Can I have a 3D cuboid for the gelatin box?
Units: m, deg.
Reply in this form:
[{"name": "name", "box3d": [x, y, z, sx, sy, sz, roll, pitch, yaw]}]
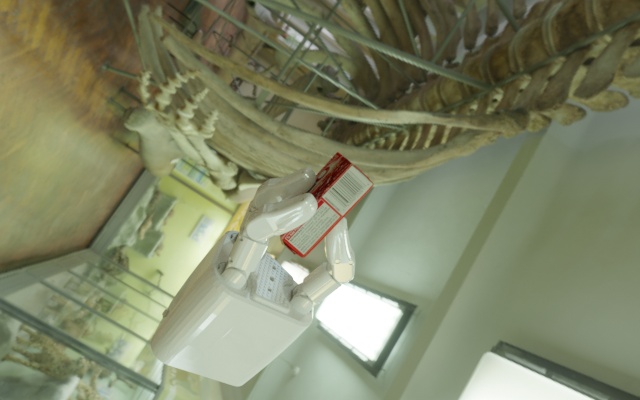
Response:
[{"name": "gelatin box", "box3d": [0.001, 0.001, 0.426, 0.030, 0.089, 0.073, 42, 5, -14]}]
